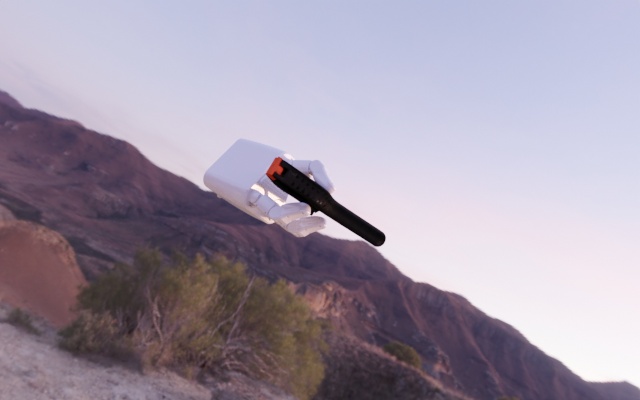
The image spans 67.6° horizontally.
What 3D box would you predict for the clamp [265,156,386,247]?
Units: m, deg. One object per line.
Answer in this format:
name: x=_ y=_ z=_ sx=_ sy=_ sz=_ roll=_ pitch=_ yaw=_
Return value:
clamp: x=0.000 y=0.001 z=0.691 sx=0.164 sy=0.036 sz=0.210 roll=24 pitch=-10 yaw=34
